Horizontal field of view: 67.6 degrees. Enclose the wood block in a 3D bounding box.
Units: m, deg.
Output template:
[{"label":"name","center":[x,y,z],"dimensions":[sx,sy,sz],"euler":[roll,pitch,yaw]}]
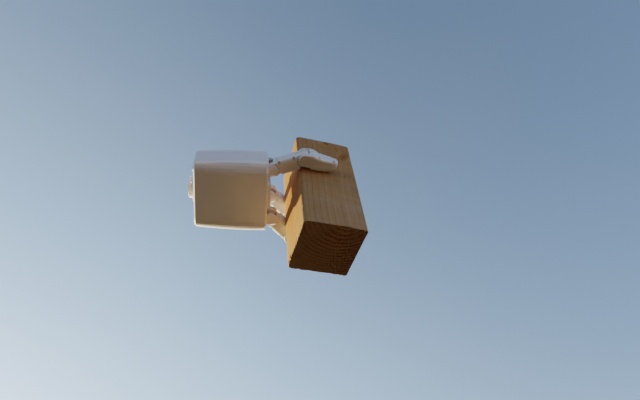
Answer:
[{"label":"wood block","center":[0.000,0.002,0.719],"dimensions":[0.090,0.091,0.206],"euler":[10,37,-15]}]
